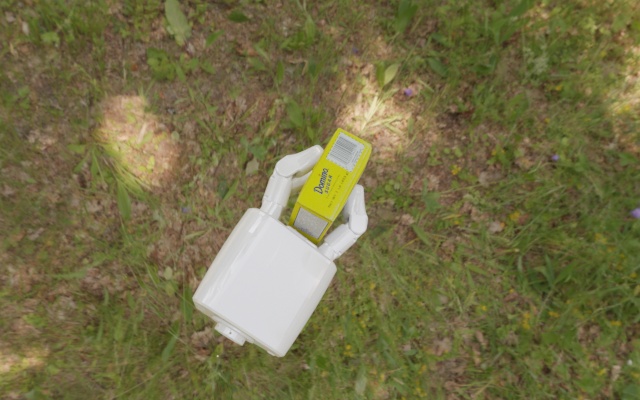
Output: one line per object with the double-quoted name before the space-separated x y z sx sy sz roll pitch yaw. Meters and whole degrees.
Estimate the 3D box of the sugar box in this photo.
"sugar box" 0.000 0.002 0.531 0.048 0.093 0.176 30 -22 -1
